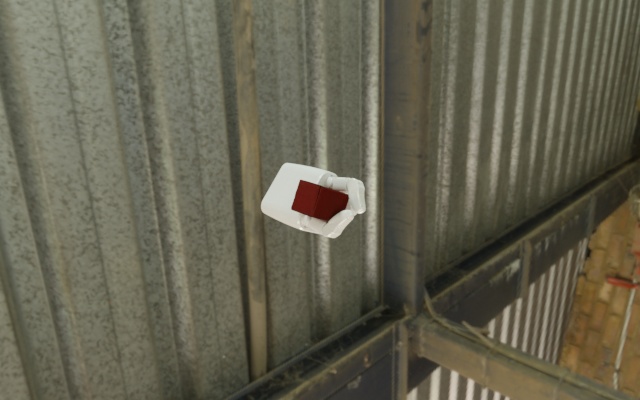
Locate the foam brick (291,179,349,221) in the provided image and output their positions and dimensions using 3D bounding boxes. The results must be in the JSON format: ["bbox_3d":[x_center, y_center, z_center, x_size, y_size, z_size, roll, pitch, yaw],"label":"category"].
[{"bbox_3d":[0.000,0.002,0.779,0.051,0.053,0.078,19,2,41],"label":"foam brick"}]
